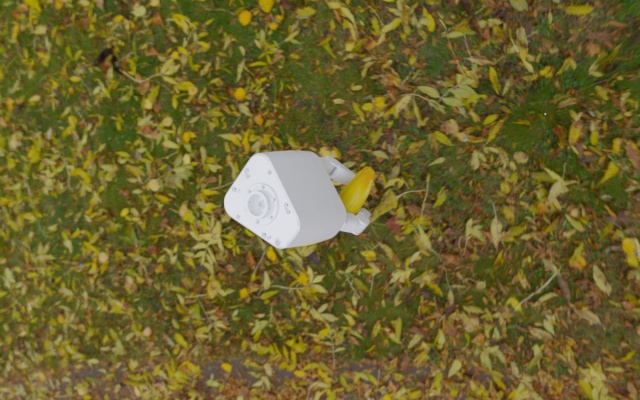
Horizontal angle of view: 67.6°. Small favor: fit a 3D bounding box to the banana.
[{"bbox_3d":[0.003,0.021,0.686,0.198,0.069,0.037,-27,-17,34],"label":"banana"}]
